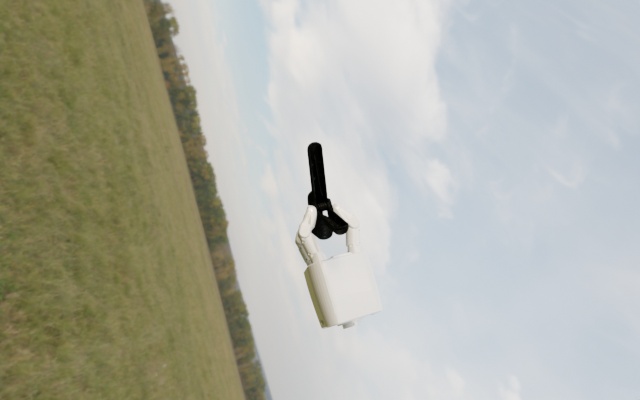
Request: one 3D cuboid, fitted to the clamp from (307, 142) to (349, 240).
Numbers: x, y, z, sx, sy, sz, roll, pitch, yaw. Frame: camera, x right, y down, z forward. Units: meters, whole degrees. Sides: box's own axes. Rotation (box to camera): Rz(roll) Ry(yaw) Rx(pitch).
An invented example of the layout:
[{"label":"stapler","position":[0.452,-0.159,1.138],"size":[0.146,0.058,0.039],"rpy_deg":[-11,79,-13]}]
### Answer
[{"label":"clamp","position":[0.001,0.003,0.845],"size":[0.036,0.164,0.210],"rpy_deg":[-12,-15,-11]}]
